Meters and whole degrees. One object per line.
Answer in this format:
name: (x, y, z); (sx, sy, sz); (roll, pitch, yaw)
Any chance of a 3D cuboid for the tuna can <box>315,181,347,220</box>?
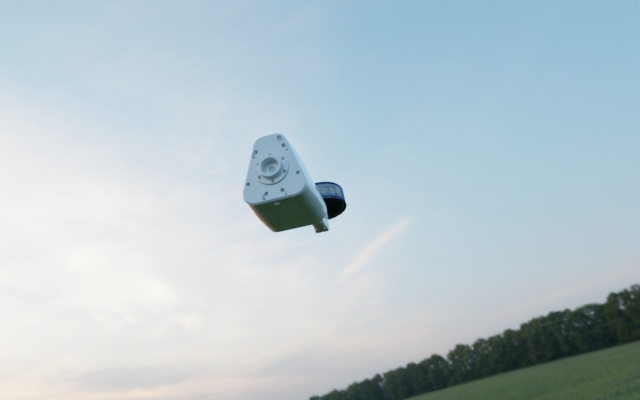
tuna can: (0.000, 0.002, 0.820); (0.086, 0.033, 0.086); (-9, -28, -5)
